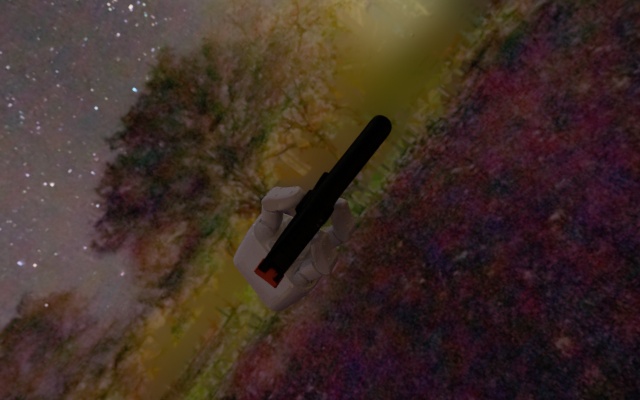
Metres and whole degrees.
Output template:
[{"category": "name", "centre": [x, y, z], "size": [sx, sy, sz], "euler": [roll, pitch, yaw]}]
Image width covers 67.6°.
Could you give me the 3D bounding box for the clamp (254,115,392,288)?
[{"category": "clamp", "centre": [-0.001, 0.002, 0.524], "size": [0.036, 0.210, 0.165], "euler": [37, -38, -3]}]
